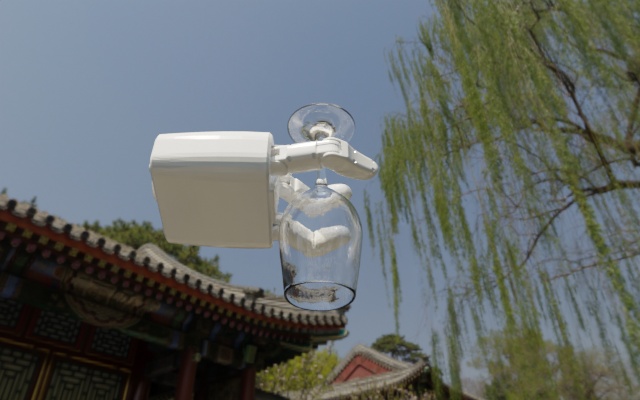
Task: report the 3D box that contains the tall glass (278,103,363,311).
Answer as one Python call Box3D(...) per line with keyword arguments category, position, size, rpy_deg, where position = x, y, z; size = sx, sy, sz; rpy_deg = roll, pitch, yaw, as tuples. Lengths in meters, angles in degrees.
Box3D(category="tall glass", position=(0.000, 0.001, 0.464), size=(0.079, 0.201, 0.079), rpy_deg=(0, -36, 0))
